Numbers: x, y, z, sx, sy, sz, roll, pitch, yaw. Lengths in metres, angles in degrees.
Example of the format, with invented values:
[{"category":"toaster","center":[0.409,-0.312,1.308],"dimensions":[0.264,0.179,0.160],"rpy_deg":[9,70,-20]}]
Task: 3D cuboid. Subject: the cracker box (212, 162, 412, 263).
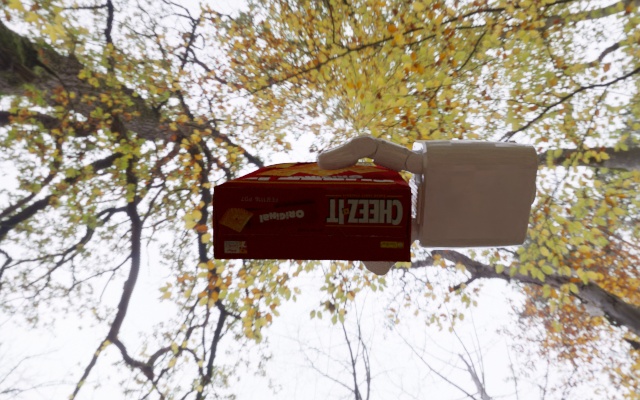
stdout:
[{"category":"cracker box","center":[0.000,0.002,0.486],"dimensions":[0.164,0.072,0.213],"rpy_deg":[0,8,4]}]
